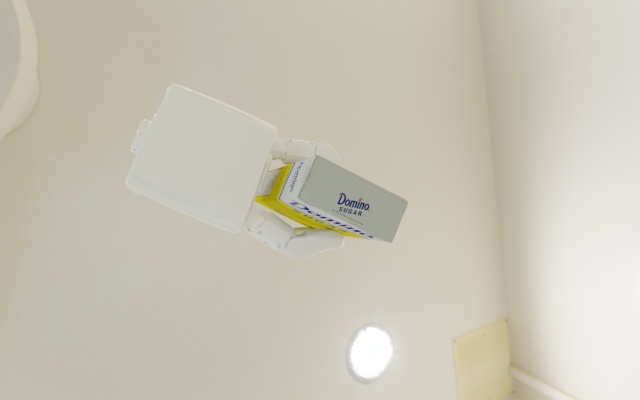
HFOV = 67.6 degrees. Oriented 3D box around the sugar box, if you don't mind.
[{"bbox_3d":[0.000,0.002,0.468,0.093,0.048,0.176,26,-7,-16],"label":"sugar box"}]
